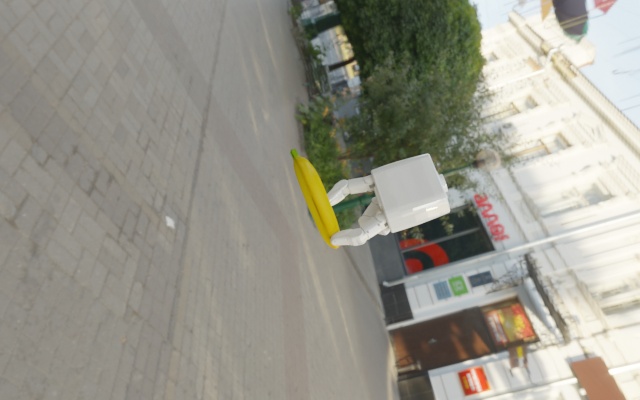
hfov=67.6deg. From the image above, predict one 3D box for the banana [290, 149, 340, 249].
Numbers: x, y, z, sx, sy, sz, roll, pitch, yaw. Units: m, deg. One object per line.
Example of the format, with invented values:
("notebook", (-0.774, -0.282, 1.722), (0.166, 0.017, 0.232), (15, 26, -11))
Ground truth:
("banana", (-0.001, 0.006, 0.815), (0.037, 0.198, 0.069), (-20, 17, 7))
